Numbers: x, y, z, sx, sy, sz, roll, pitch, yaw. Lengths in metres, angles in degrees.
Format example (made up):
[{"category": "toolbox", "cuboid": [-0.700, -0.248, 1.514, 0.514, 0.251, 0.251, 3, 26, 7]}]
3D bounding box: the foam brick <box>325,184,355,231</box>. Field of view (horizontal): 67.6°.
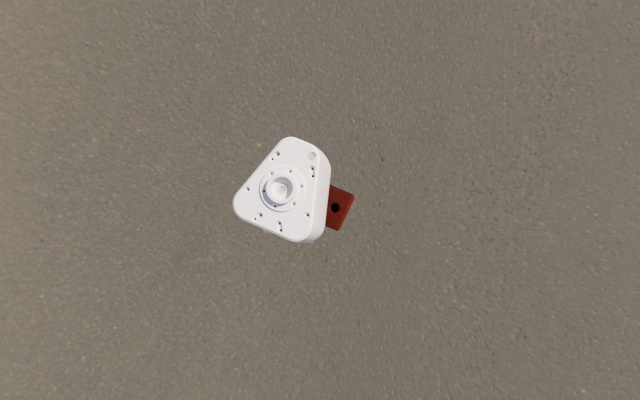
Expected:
[{"category": "foam brick", "cuboid": [0.000, 0.002, 0.637, 0.078, 0.053, 0.051, 23, 0, 6]}]
